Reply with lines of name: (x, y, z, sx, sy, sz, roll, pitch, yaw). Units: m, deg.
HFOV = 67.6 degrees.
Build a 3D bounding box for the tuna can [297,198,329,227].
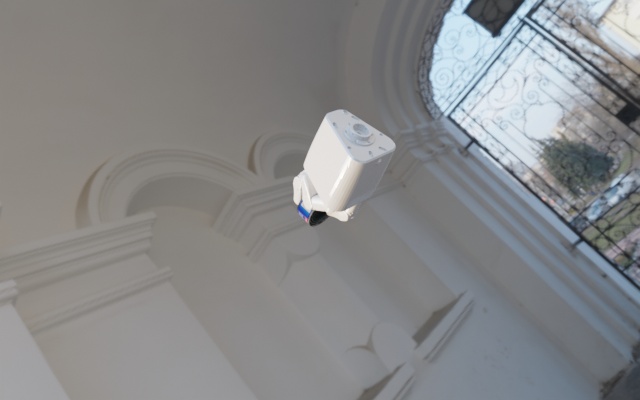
tuna can: (0.000, 0.002, 0.839, 0.033, 0.086, 0.086, 43, 18, 21)
